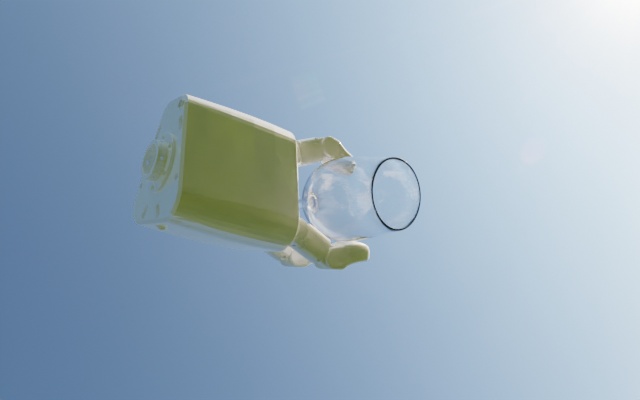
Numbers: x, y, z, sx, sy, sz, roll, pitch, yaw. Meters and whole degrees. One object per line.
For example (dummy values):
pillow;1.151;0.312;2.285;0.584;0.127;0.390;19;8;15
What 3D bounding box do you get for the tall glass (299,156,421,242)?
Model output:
tall glass;0.000;0.002;0.470;0.079;0.079;0.201;0;-4;-40
